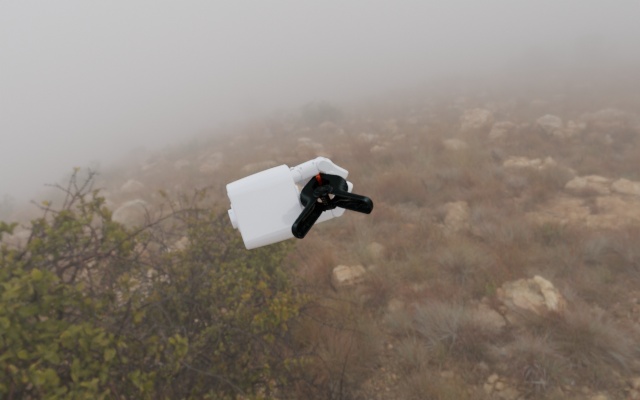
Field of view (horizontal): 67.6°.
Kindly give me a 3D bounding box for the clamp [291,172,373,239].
[{"bbox_3d":[0.000,0.002,0.730,0.120,0.039,0.171,-19,21,-8],"label":"clamp"}]
